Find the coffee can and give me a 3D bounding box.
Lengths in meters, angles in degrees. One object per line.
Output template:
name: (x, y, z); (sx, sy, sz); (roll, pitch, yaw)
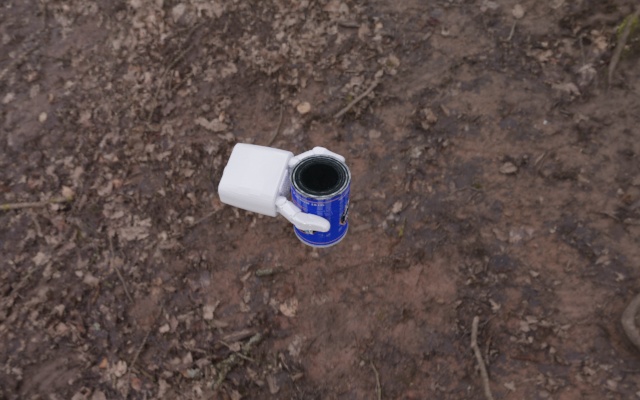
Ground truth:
coffee can: (0.000, 0.003, 0.849); (0.103, 0.102, 0.140); (0, -40, 1)
